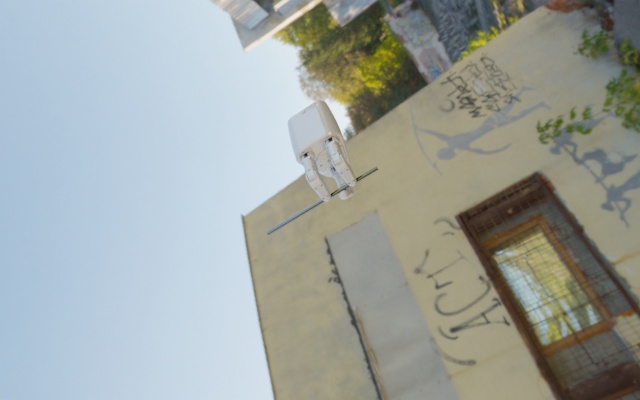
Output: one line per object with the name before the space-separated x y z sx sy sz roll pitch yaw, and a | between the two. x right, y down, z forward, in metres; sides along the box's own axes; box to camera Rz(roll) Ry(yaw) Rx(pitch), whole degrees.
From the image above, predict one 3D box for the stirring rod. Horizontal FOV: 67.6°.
stirring rod | 0.000 0.003 0.872 0.239 0.011 0.011 -31 -9 15
